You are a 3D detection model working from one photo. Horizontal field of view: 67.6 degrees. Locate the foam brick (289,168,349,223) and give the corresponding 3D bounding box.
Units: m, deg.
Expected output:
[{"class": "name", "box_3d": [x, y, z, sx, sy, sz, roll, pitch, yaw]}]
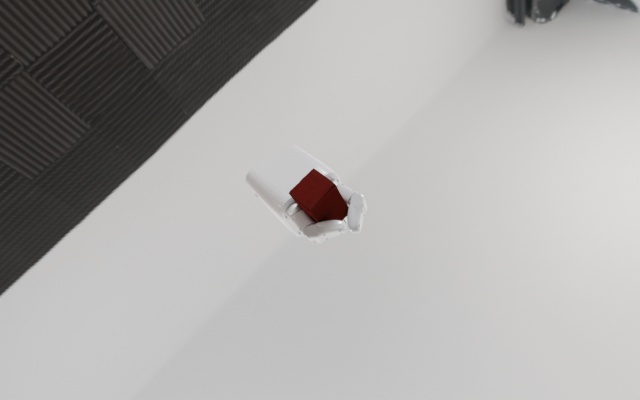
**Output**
[{"class": "foam brick", "box_3d": [0.000, 0.002, 0.689, 0.051, 0.053, 0.078, 40, -10, 35]}]
